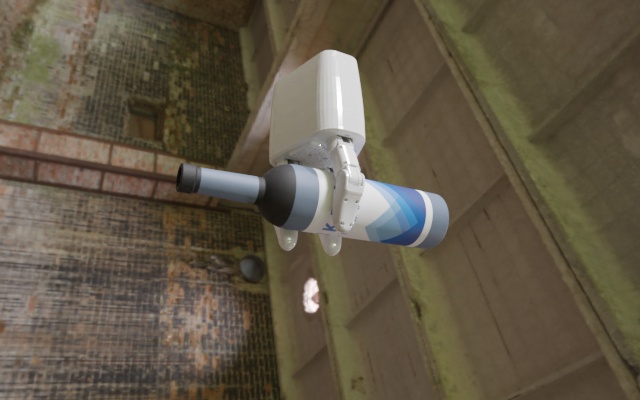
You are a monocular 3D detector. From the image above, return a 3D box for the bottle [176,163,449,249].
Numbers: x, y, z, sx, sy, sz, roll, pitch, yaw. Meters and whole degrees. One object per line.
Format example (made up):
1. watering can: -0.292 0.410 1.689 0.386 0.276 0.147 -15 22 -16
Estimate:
1. bottle: 0.000 0.002 0.503 0.296 0.069 0.069 10 -5 -26
